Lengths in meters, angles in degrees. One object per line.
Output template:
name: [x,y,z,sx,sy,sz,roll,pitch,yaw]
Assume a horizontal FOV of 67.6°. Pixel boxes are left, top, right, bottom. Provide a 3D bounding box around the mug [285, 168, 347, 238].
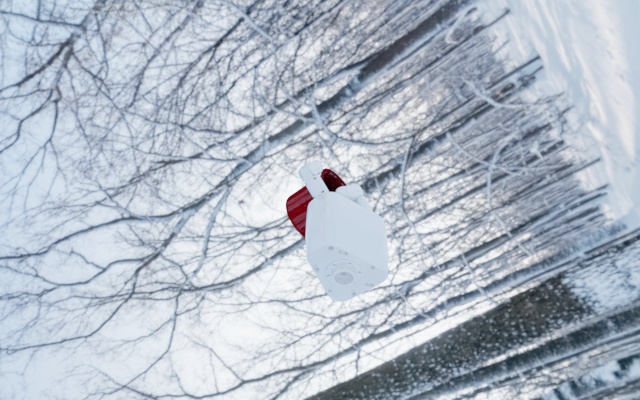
mug: [0.000,0.002,0.759,0.081,0.093,0.117,-32,28,23]
